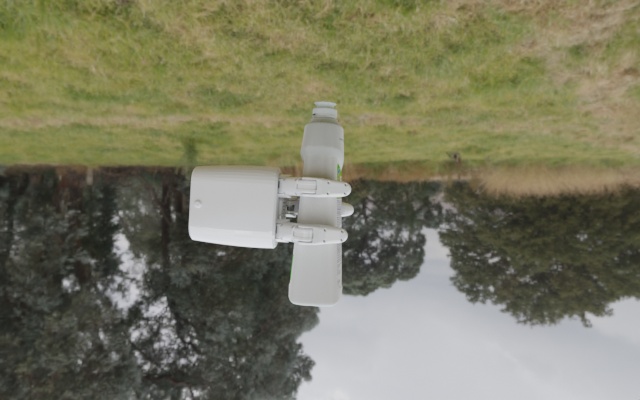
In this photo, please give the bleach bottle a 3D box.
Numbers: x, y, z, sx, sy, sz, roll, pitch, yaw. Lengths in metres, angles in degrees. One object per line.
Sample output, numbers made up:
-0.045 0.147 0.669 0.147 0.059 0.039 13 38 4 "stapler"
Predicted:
0.000 0.002 0.616 0.068 0.251 0.102 3 1 4 "bleach bottle"
